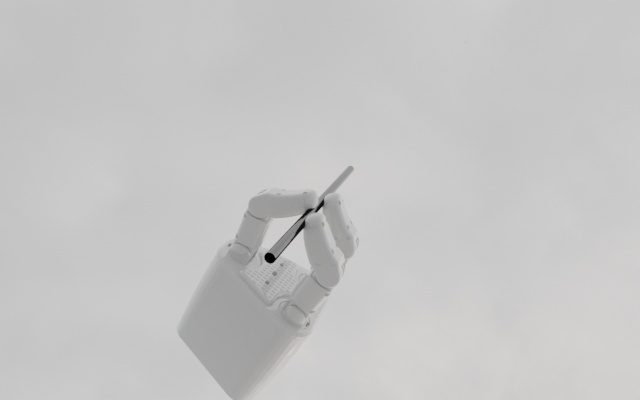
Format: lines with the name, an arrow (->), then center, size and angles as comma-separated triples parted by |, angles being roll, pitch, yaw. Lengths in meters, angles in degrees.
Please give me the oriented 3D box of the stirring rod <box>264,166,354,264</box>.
stirring rod -> 0.000, 0.001, 0.422 | 0.011, 0.011, 0.239 | 0, 18, 17
